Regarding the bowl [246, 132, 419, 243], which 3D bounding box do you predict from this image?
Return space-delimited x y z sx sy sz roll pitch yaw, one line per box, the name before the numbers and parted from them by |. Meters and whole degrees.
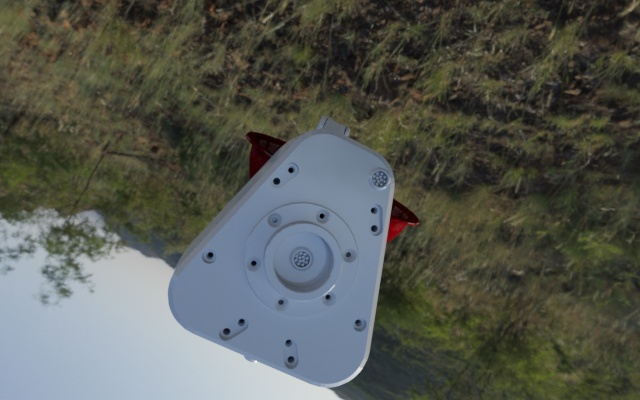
bowl | 0.000 0.002 0.410 0.162 0.055 0.162 26 11 -5
